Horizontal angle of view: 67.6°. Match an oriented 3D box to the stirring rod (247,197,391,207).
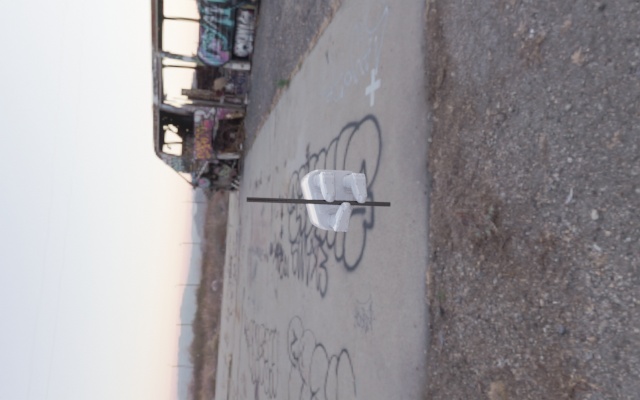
[{"bbox_3d":[0.000,0.003,0.785,0.239,0.011,0.011,2,-1,-12],"label":"stirring rod"}]
